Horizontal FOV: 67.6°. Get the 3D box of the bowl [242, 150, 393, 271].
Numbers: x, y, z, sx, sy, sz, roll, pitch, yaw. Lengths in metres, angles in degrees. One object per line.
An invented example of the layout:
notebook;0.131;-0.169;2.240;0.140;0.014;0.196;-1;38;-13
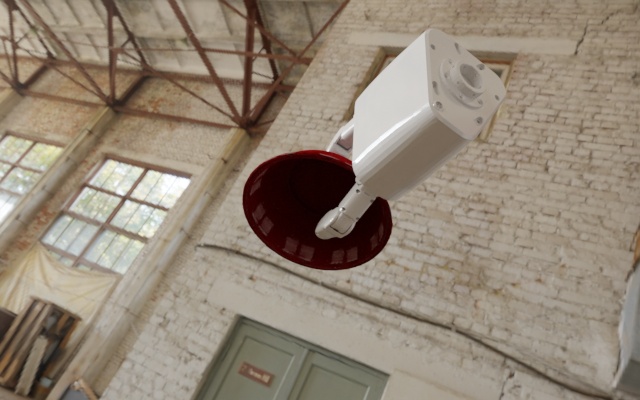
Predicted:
bowl;-0.001;0.002;0.521;0.162;0.162;0.055;0;38;16
